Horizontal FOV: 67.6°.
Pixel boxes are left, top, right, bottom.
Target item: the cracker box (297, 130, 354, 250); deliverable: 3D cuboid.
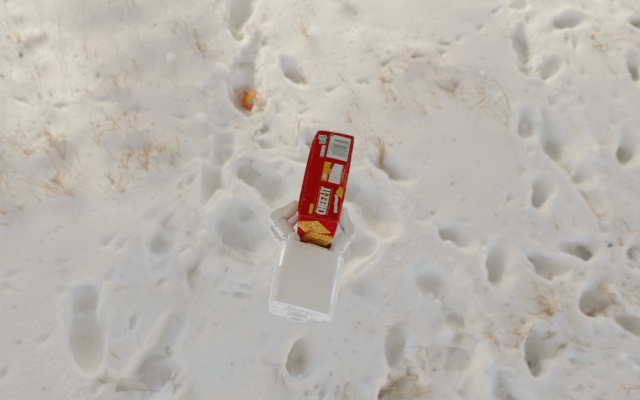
[{"bbox_3d":[0.000,0.003,0.845,0.072,0.164,0.214,12,-26,-1],"label":"cracker box"}]
